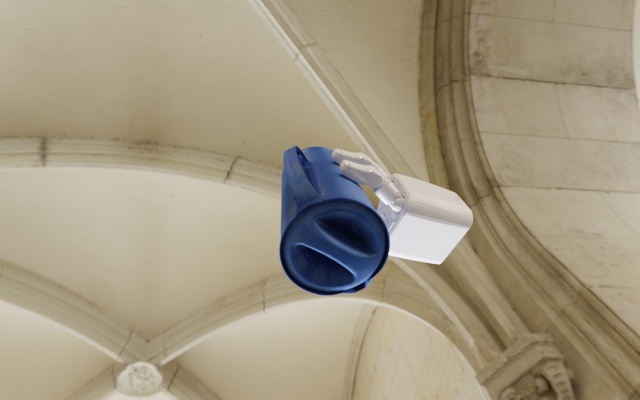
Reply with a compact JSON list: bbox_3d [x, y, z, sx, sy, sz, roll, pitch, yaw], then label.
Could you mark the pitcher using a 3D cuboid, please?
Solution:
[{"bbox_3d":[0.000,0.002,0.663,0.145,0.149,0.242,12,23,-13],"label":"pitcher"}]
